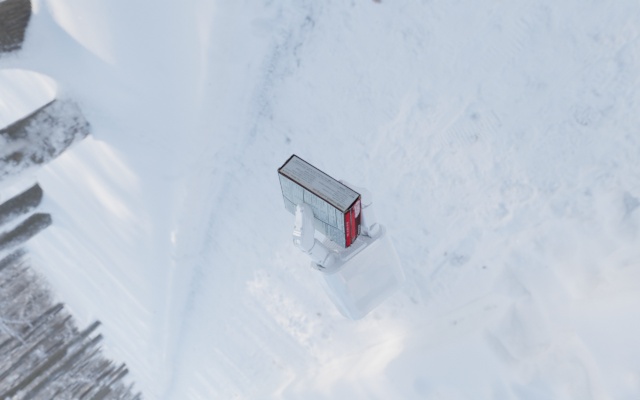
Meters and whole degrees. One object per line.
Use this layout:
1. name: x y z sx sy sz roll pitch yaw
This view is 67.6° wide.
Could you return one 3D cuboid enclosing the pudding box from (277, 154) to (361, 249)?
1. pudding box: 0.000 0.002 0.622 0.113 0.039 0.090 31 -28 23
